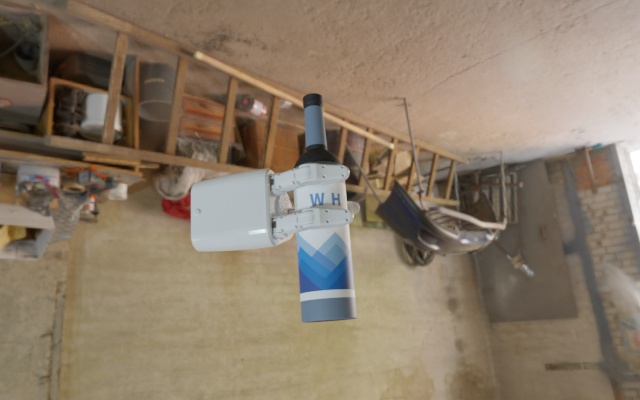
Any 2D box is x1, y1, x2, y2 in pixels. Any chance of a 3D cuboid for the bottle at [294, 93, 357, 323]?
[{"bbox_3d":[0.000,0.002,0.609,0.069,0.295,0.069,-4,-15,-1],"label":"bottle"}]
